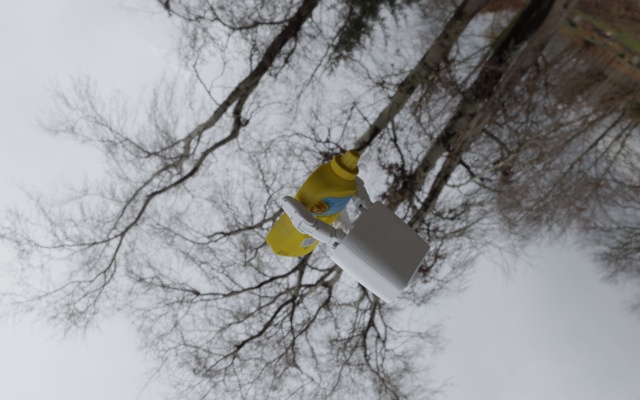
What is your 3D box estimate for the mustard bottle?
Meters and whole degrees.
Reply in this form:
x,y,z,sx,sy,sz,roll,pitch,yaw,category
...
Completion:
x,y,z,sx,sy,sz,roll,pitch,yaw,category
0.000,0.002,0.703,0.096,0.058,0.192,-4,-41,-47,mustard bottle
